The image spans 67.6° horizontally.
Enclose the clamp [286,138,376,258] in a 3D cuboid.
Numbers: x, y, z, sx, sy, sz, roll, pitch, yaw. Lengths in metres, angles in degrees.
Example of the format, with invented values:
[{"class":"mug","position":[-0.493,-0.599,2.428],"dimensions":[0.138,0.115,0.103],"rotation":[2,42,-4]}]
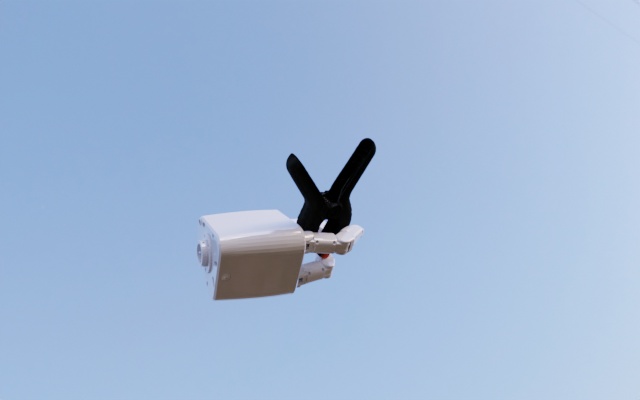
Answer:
[{"class":"clamp","position":[0.000,0.002,0.597],"dimensions":[0.120,0.171,0.039],"rotation":[-3,32,-29]}]
